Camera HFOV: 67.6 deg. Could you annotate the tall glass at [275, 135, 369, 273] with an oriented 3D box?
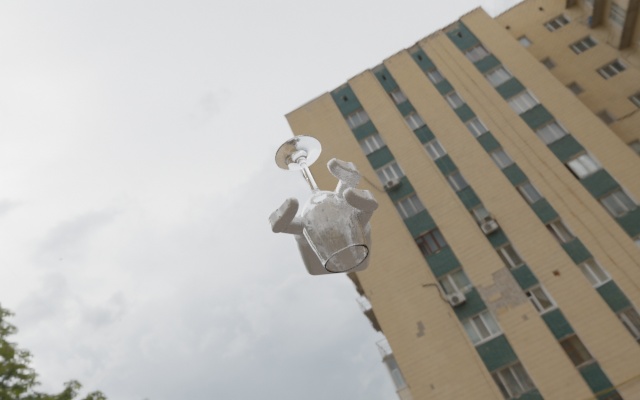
[{"bbox_3d":[0.000,0.002,0.672,0.079,0.201,0.079,-16,-36,-12],"label":"tall glass"}]
